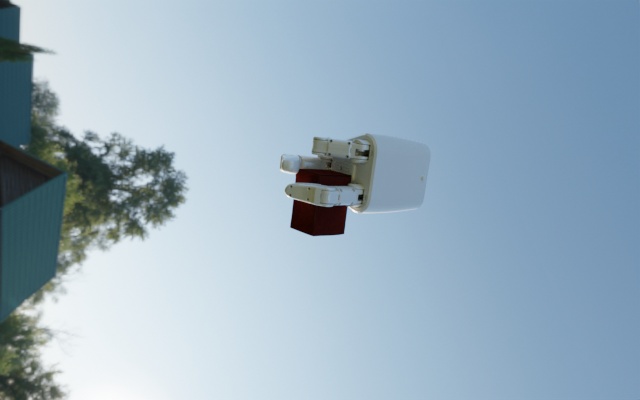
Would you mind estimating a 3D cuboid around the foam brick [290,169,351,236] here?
[{"bbox_3d":[0.000,0.002,0.601,0.051,0.078,0.053,0,12,-37],"label":"foam brick"}]
